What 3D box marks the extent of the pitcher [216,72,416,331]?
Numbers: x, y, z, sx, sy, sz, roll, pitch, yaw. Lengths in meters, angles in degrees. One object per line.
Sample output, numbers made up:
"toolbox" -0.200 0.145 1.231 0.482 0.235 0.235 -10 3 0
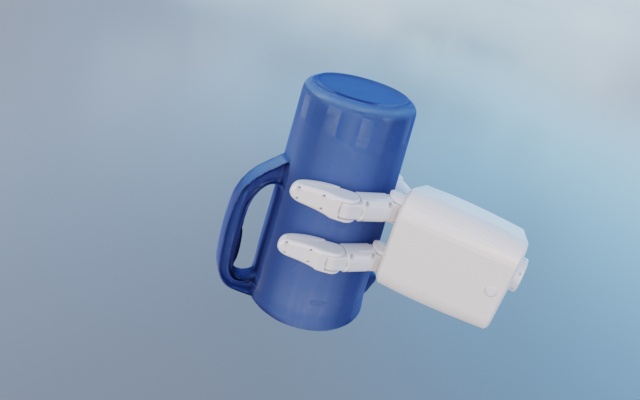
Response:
"pitcher" 0.000 0.002 0.484 0.145 0.243 0.149 25 28 18
